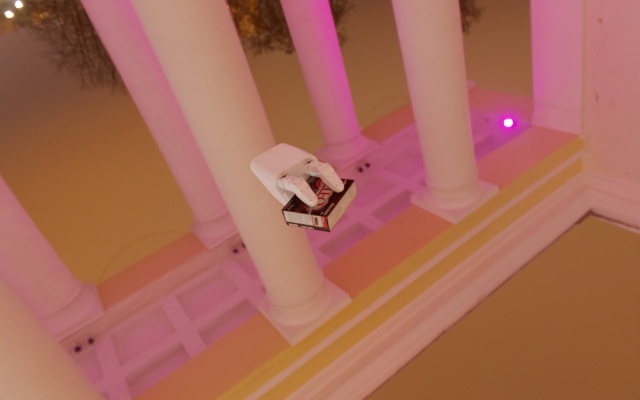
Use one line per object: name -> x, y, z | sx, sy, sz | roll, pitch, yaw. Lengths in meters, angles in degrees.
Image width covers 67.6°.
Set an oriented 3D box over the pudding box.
pudding box -> 0.000, 0.003, 0.827 | 0.090, 0.039, 0.113 | 7, 41, 29
